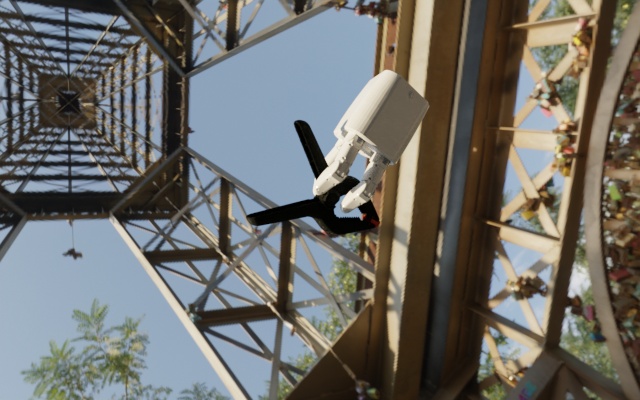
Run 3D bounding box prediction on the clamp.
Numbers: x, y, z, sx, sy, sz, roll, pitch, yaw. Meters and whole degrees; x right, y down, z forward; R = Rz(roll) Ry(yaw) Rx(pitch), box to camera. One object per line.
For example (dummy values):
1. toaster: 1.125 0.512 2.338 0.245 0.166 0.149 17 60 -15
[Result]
1. clamp: 0.000 0.002 0.720 0.210 0.164 0.036 35 -2 -29
